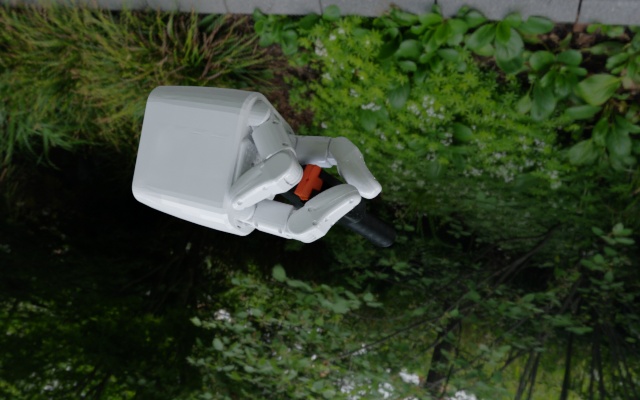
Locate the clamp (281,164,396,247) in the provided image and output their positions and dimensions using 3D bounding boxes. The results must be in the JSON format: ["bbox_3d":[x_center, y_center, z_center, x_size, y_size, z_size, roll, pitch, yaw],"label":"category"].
[{"bbox_3d":[0.000,0.002,0.455,0.120,0.039,0.171,12,-14,24],"label":"clamp"}]
